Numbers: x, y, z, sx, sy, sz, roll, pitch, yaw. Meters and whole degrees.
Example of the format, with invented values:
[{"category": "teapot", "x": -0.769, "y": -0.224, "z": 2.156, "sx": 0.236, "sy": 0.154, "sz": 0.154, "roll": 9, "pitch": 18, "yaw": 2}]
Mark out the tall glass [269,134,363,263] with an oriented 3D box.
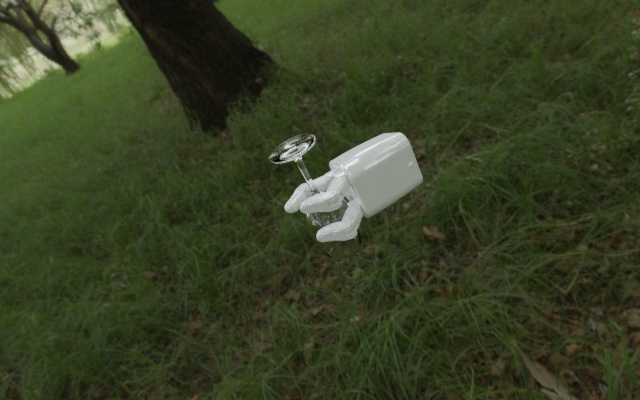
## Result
[{"category": "tall glass", "x": 0.000, "y": 0.002, "z": 0.729, "sx": 0.079, "sy": 0.201, "sz": 0.079, "roll": -21, "pitch": 29, "yaw": 12}]
